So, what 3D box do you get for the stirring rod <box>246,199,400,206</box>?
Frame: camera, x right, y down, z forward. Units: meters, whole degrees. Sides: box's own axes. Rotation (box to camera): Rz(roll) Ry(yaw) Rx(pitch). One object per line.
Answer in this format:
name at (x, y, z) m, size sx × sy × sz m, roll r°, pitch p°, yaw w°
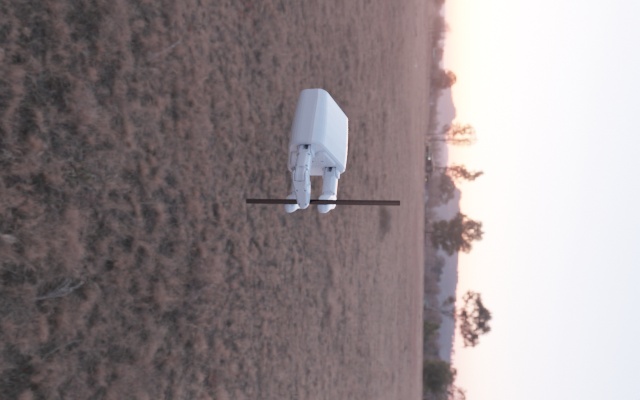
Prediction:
stirring rod at (0.000, 0.002, 0.732) m, size 0.239 × 0.011 × 0.011 m, roll 1°, pitch 0°, yaw 13°
